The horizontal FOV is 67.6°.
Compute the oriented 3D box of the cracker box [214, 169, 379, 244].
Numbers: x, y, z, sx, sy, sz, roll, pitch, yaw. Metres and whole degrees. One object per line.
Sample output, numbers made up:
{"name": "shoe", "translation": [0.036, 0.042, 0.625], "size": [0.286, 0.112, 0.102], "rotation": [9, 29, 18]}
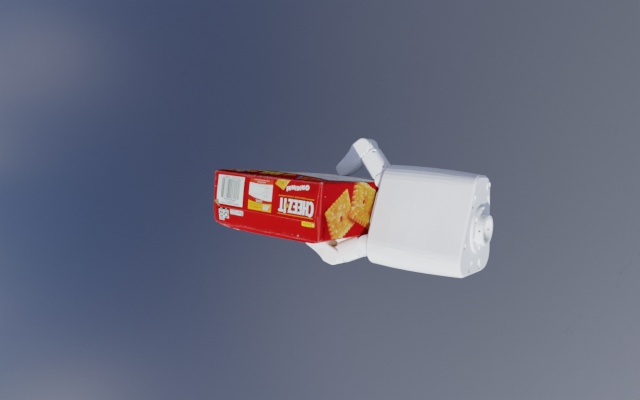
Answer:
{"name": "cracker box", "translation": [0.000, 0.002, 0.603], "size": [0.164, 0.072, 0.213], "rotation": [8, 6, 37]}
